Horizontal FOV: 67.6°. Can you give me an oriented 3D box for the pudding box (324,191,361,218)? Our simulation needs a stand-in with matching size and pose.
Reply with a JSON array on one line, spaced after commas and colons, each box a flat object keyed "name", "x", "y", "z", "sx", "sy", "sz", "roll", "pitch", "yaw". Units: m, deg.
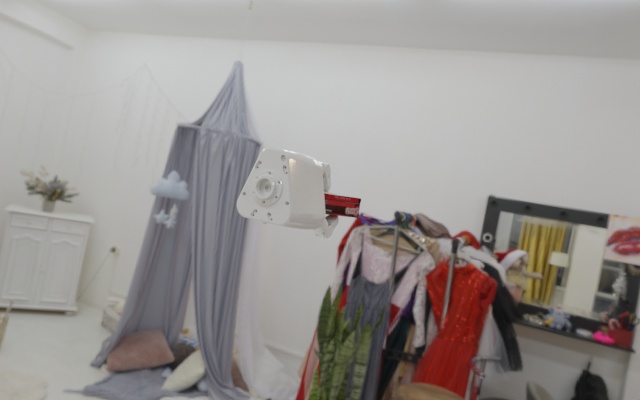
[{"name": "pudding box", "x": 0.000, "y": 0.003, "z": 0.821, "sx": 0.090, "sy": 0.039, "sz": 0.113, "roll": 9, "pitch": 3, "yaw": -37}]
